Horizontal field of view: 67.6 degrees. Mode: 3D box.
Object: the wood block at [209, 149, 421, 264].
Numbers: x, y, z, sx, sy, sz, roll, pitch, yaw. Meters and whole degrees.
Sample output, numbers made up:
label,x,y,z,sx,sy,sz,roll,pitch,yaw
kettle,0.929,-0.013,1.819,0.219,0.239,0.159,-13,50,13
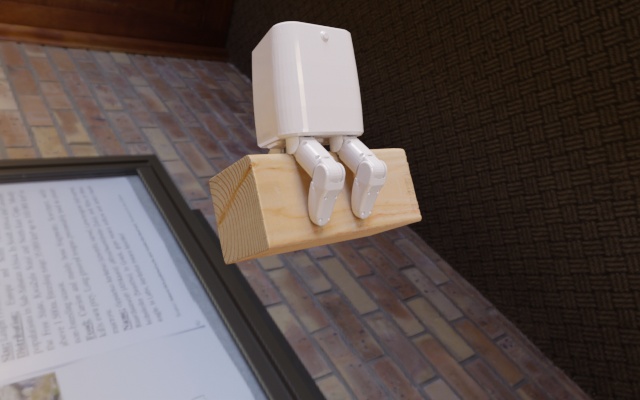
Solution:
label,x,y,z,sx,sy,sz,roll,pitch,yaw
wood block,0.000,0.001,0.514,0.206,0.090,0.091,-7,-9,-38
